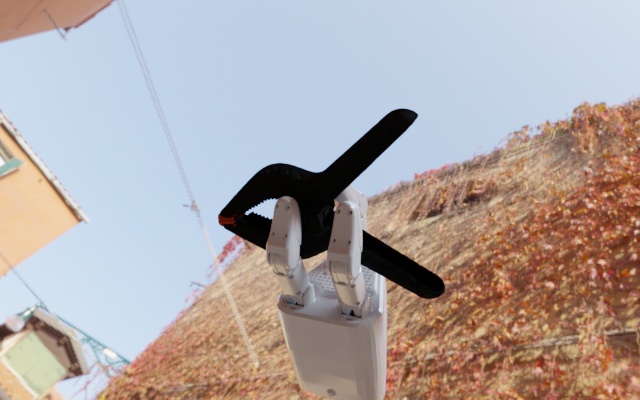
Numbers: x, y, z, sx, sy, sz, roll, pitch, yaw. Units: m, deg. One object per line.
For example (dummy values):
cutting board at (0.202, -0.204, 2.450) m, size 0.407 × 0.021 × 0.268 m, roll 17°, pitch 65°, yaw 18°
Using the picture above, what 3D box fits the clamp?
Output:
clamp at (0.000, 0.001, 0.412) m, size 0.210 × 0.165 × 0.036 m, roll 5°, pitch 28°, yaw 24°
